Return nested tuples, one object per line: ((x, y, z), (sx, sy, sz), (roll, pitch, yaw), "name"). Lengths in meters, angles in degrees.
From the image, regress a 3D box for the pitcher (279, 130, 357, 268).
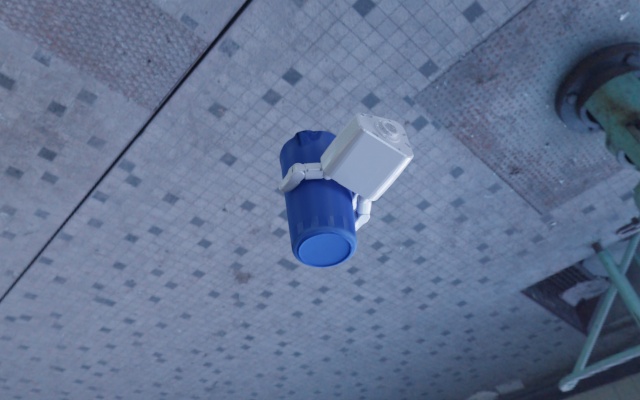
((0.000, 0.003, 0.864), (0.149, 0.242, 0.145), (19, -50, -25), "pitcher")
